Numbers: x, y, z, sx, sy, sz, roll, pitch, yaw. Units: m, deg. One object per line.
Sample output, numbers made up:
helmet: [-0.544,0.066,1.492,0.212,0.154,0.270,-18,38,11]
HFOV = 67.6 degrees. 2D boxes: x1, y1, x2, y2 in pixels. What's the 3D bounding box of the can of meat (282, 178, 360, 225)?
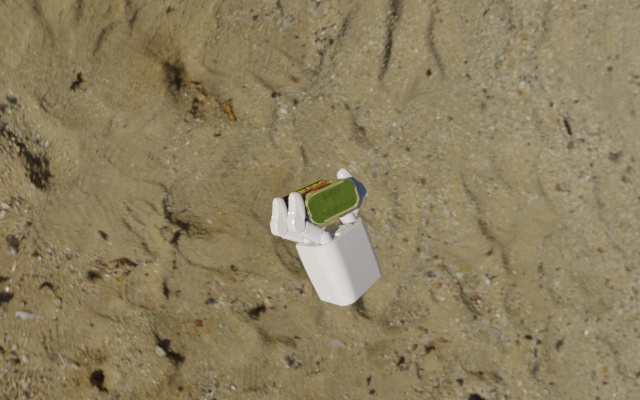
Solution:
can of meat: [0.000,0.002,0.766,0.102,0.057,0.084,-25,11,-29]
